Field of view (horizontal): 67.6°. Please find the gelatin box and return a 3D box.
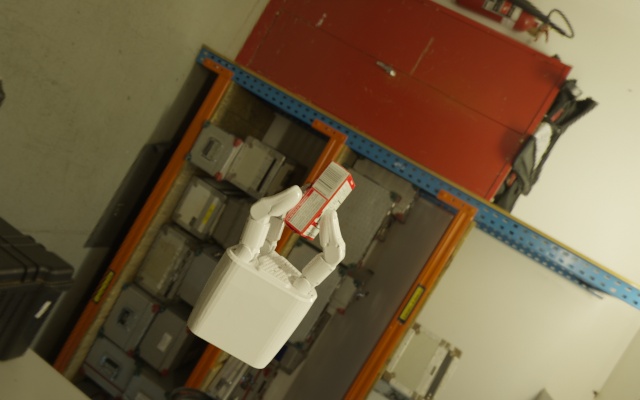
[{"bbox_3d":[0.001,0.002,0.551,0.030,0.089,0.073,39,-1,12],"label":"gelatin box"}]
